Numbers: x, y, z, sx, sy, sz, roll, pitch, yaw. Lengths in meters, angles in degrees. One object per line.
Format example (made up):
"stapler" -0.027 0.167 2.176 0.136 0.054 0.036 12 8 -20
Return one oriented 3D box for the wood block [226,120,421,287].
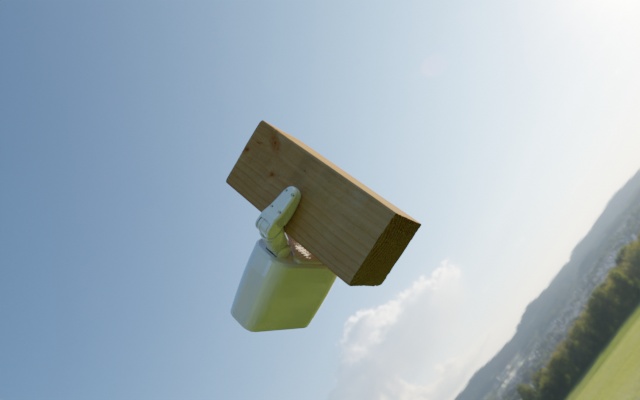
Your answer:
"wood block" 0.000 0.002 0.557 0.206 0.090 0.091 37 9 28
